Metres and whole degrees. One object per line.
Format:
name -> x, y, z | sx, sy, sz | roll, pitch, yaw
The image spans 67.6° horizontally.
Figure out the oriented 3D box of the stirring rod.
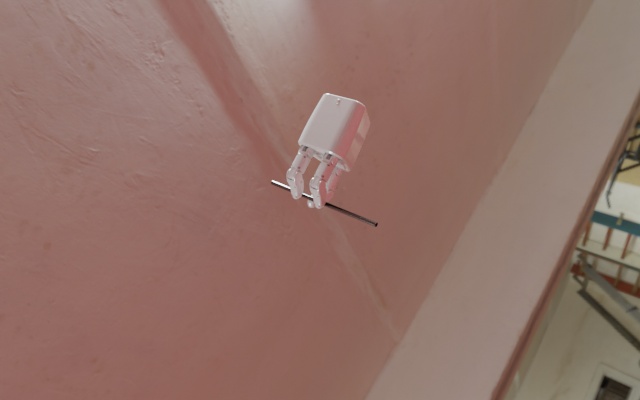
stirring rod -> 0.000, 0.003, 0.865 | 0.239, 0.011, 0.011 | 22, 12, 33
